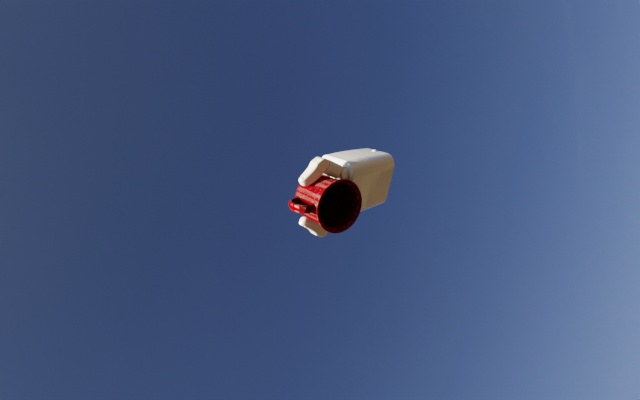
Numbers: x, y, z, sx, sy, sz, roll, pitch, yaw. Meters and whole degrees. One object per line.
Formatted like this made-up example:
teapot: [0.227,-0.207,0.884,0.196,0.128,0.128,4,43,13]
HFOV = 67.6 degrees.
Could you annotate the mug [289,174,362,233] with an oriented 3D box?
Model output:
mug: [-0.001,0.003,0.812,0.117,0.093,0.081,-13,22,-32]
